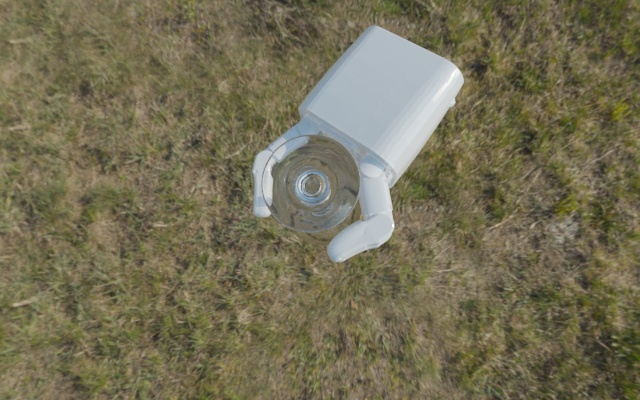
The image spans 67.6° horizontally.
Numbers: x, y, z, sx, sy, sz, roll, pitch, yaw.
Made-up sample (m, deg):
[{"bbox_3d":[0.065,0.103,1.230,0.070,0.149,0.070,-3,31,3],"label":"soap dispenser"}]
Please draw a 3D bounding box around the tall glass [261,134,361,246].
[{"bbox_3d":[0.000,0.001,0.450,0.079,0.079,0.201,0,-9,4],"label":"tall glass"}]
